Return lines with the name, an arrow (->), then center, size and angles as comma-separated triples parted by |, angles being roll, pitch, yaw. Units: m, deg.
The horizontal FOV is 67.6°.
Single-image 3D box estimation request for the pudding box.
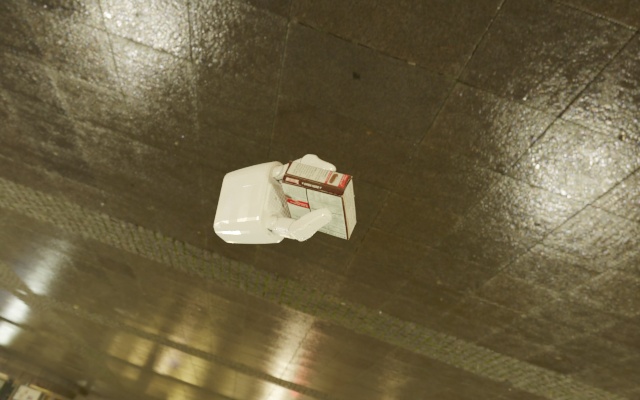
pudding box -> 0.000, 0.002, 0.655 | 0.090, 0.039, 0.114 | 14, -30, 17
